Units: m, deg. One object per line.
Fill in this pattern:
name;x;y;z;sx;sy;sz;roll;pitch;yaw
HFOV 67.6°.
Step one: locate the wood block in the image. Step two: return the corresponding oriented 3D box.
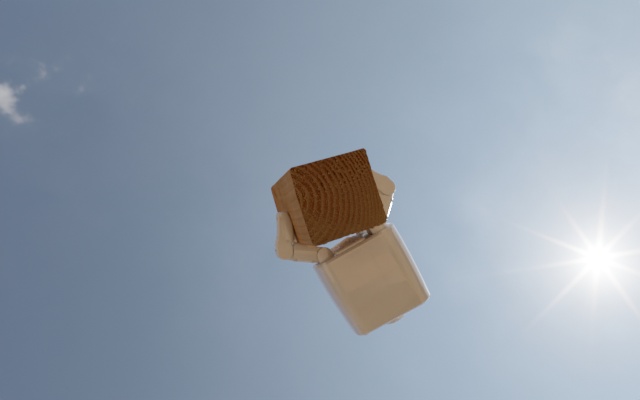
wood block;0.000;0.003;0.616;0.091;0.090;0.206;-17;-1;-13
